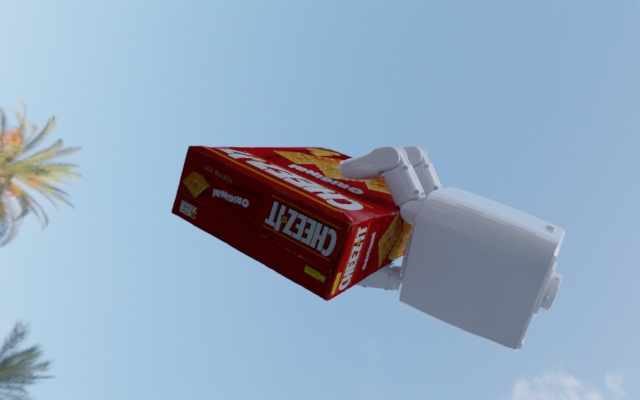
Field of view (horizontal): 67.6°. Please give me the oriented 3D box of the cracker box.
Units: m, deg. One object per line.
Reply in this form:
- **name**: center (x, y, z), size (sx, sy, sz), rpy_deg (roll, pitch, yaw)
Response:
- **cracker box**: center (0.000, 0.002, 0.454), size (0.164, 0.072, 0.213), rpy_deg (24, 16, 25)
